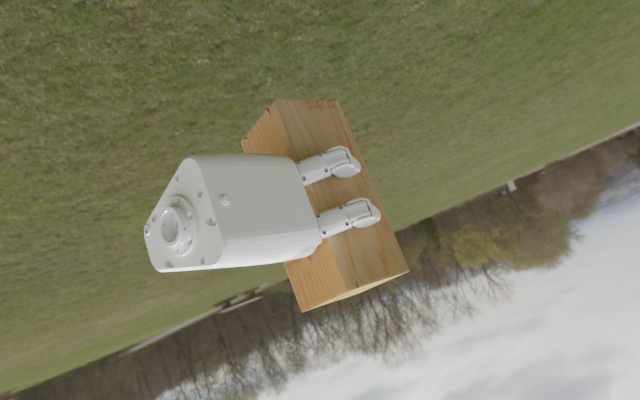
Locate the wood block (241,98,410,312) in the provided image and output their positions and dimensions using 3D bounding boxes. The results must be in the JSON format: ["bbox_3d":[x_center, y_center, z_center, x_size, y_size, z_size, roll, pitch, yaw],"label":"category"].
[{"bbox_3d":[0.000,0.002,0.519,0.090,0.206,0.091,-9,-19,-39],"label":"wood block"}]
